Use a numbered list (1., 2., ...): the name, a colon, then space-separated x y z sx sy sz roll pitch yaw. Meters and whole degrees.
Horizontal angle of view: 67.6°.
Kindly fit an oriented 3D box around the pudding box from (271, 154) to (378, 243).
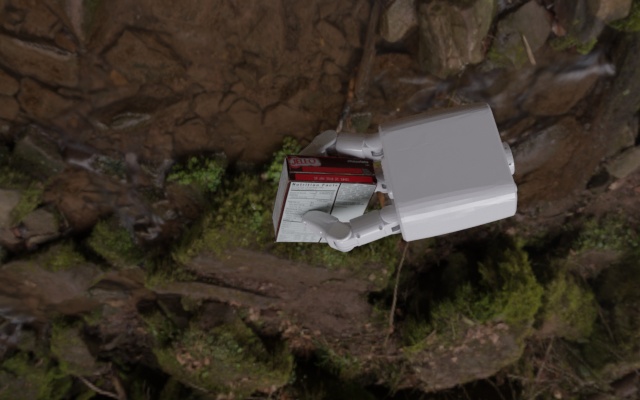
1. pudding box: 0.000 0.002 0.500 0.090 0.039 0.114 3 -39 -13
